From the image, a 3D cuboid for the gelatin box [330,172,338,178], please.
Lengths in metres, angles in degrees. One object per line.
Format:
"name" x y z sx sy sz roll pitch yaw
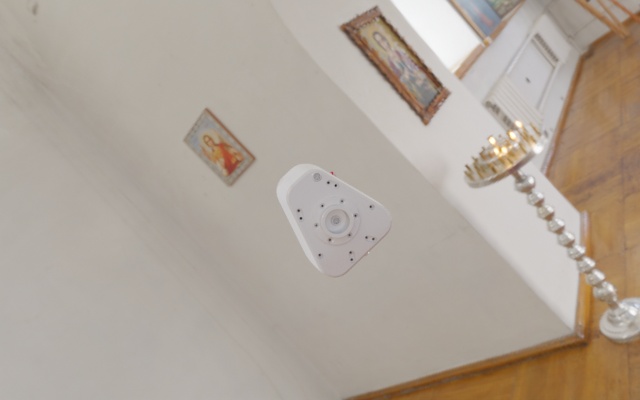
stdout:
"gelatin box" 0.000 0.002 0.666 0.073 0.030 0.089 -41 14 11
